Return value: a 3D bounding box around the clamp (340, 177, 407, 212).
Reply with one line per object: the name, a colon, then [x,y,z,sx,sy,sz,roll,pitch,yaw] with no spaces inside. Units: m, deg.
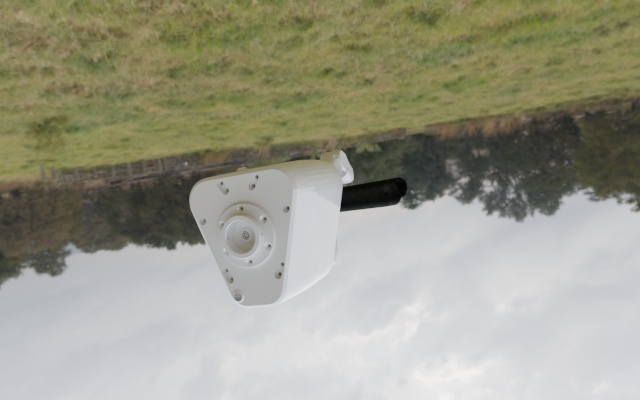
clamp: [0.000,0.003,0.540,0.210,0.036,0.164,-9,0,20]
